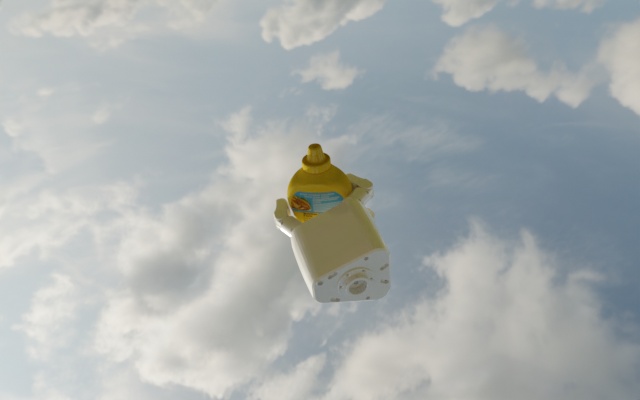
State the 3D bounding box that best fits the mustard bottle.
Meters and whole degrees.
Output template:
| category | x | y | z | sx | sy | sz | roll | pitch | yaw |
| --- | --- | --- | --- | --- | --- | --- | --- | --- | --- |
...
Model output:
| category | x | y | z | sx | sy | sz | roll | pitch | yaw |
| --- | --- | --- | --- | --- | --- | --- | --- | --- | --- |
| mustard bottle | 0.000 | 0.002 | 0.713 | 0.096 | 0.192 | 0.058 | 1 | 37 | 10 |
